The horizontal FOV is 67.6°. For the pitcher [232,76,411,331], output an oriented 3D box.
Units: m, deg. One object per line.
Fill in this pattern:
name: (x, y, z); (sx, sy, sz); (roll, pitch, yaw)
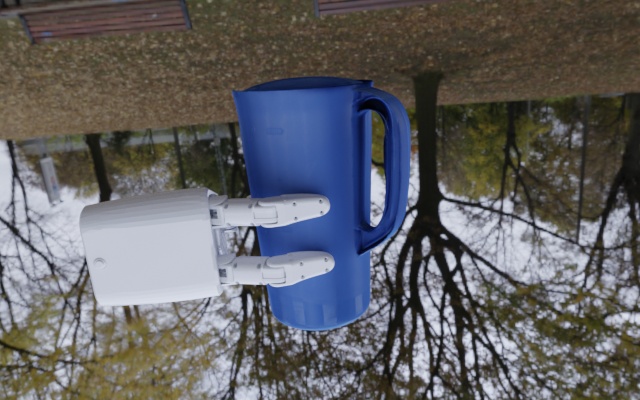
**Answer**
pitcher: (0.000, 0.002, 0.475); (0.145, 0.243, 0.149); (-7, 16, -9)
